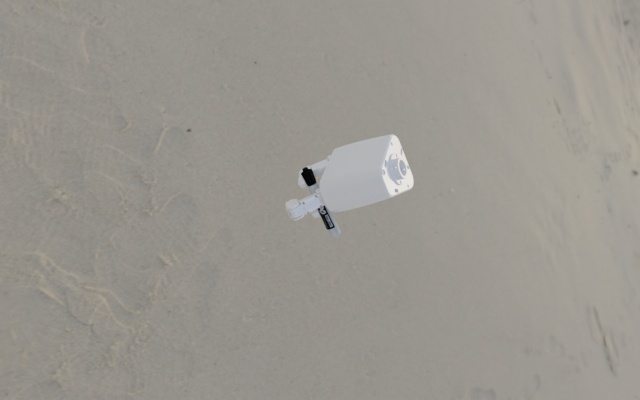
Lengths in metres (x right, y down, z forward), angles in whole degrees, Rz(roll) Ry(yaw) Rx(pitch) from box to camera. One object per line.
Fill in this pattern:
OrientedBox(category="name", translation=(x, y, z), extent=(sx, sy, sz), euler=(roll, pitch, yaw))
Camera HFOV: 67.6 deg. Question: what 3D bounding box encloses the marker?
OrientedBox(category="marker", translation=(0.000, 0.002, 0.749), extent=(0.020, 0.121, 0.020), euler=(-22, 18, 7))
